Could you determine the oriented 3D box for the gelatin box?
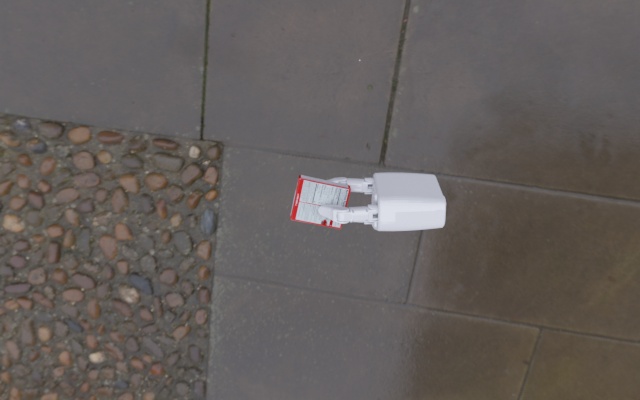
[{"bbox_3d":[0.000,0.003,0.795,0.089,0.073,0.030,11,15,-6],"label":"gelatin box"}]
